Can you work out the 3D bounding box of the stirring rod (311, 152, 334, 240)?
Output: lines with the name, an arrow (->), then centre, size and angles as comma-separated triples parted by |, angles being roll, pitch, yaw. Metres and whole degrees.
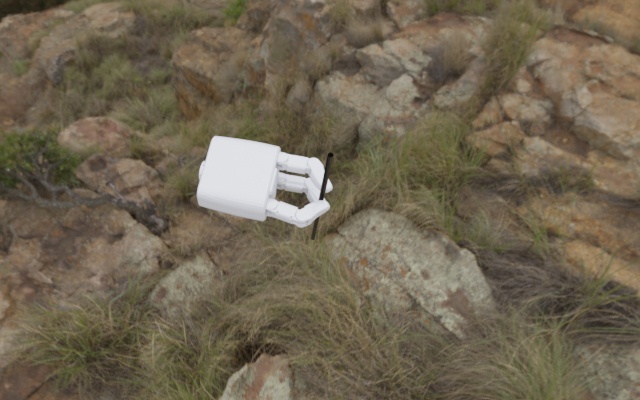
stirring rod -> 0.000, 0.003, 0.746 | 0.011, 0.011, 0.240 | 0, -32, -8
